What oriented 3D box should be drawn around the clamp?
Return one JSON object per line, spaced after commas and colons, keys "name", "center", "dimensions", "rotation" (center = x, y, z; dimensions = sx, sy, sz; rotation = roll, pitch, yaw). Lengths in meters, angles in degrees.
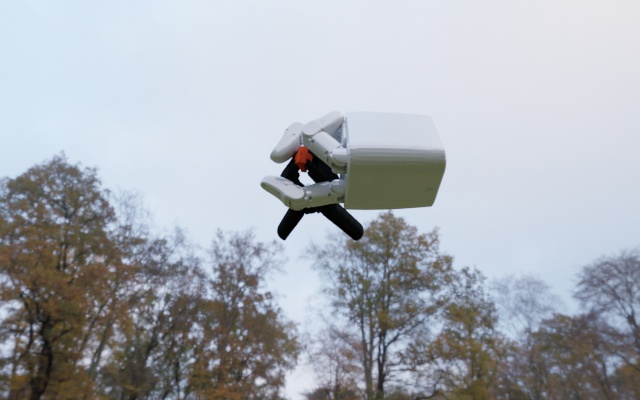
{"name": "clamp", "center": [0.000, 0.001, 0.611], "dimensions": [0.120, 0.039, 0.172], "rotation": [0, -36, -1]}
